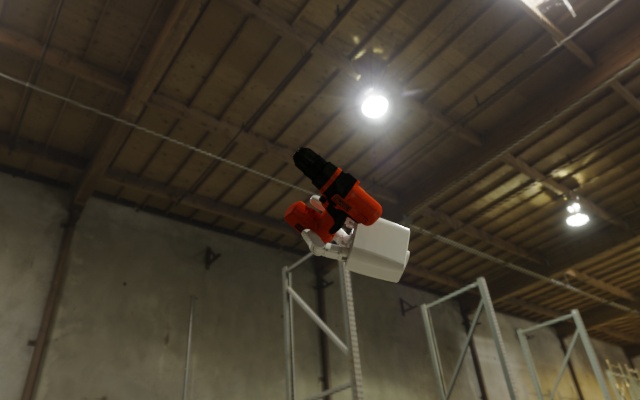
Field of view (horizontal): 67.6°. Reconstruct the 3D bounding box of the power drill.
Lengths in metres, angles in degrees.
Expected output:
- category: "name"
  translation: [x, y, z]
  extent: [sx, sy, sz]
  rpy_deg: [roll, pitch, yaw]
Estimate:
- category: "power drill"
  translation: [0.000, 0.003, 0.878]
  extent: [0.057, 0.184, 0.188]
  rpy_deg: [-51, 3, -34]
